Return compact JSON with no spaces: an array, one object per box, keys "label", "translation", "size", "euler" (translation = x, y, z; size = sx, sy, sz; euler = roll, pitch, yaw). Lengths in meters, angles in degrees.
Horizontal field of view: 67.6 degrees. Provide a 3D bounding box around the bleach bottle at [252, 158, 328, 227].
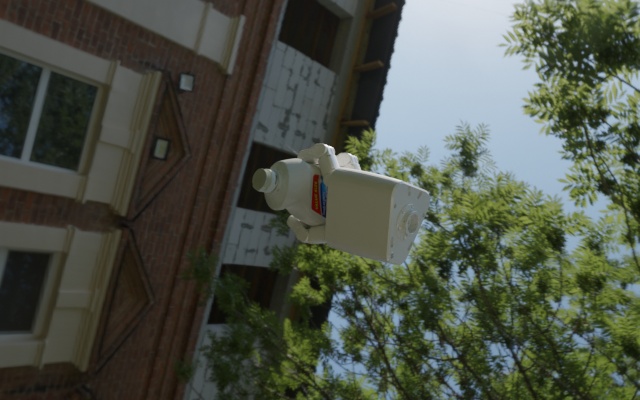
[{"label":"bleach bottle","translation":[0.000,0.002,0.710],"size":[0.068,0.102,0.251],"euler":[15,0,42]}]
